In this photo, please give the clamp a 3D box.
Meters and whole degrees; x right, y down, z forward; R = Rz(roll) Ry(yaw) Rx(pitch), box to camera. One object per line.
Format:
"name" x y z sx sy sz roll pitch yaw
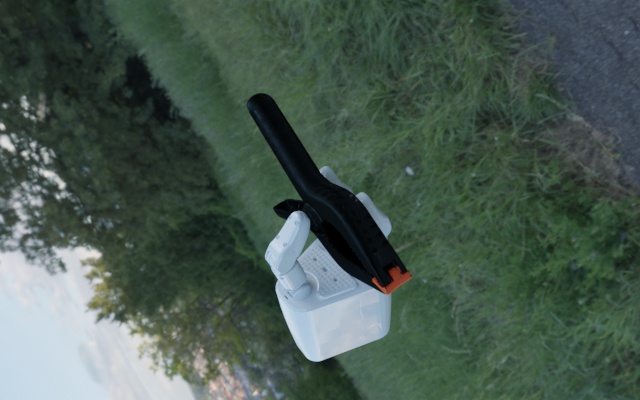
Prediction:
"clamp" 0.000 0.002 0.437 0.036 0.165 0.210 -32 46 -19
